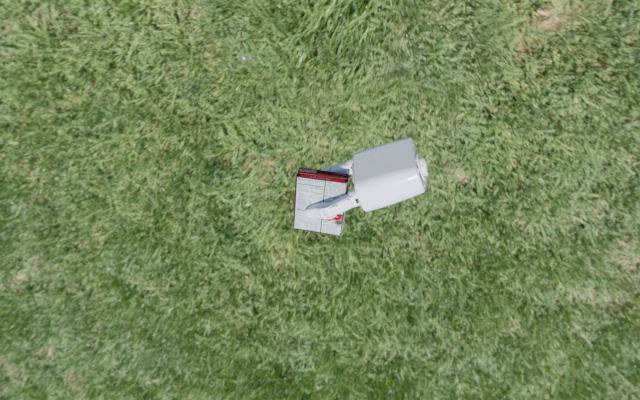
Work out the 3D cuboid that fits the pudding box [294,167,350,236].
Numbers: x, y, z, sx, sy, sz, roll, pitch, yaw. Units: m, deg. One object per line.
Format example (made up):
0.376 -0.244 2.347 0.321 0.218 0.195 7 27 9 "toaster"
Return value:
0.000 0.003 0.836 0.090 0.114 0.039 9 29 6 "pudding box"
